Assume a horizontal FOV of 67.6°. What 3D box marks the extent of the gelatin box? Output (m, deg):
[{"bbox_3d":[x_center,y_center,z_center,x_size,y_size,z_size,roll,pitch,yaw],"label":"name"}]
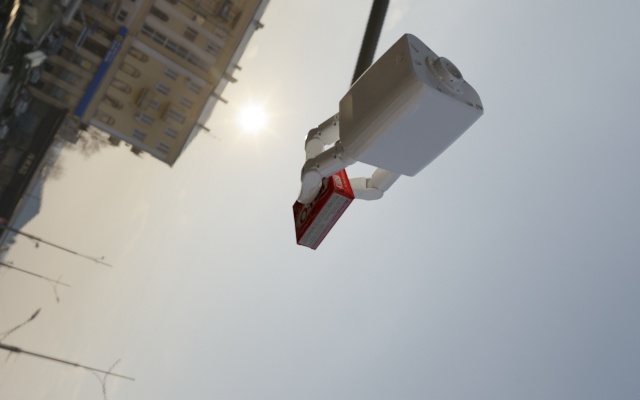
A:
[{"bbox_3d":[0.000,0.002,0.564,0.030,0.089,0.073,22,31,-23],"label":"gelatin box"}]
